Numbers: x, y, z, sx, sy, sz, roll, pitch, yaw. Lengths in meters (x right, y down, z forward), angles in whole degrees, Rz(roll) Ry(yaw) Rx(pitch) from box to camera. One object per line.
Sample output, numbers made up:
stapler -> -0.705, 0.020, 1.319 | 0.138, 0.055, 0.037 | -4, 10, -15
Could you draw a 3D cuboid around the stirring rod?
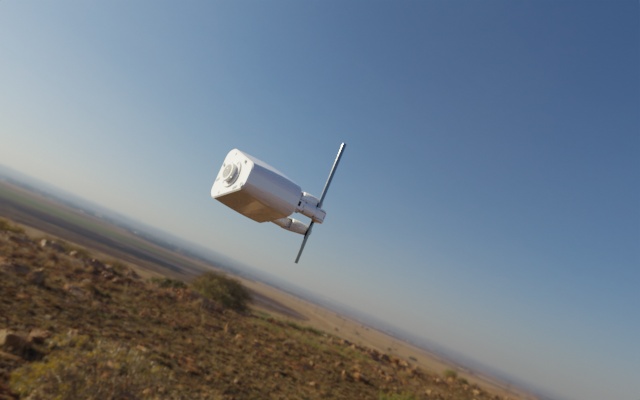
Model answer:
stirring rod -> 0.000, 0.003, 0.879 | 0.011, 0.239, 0.011 | 22, -10, 4
